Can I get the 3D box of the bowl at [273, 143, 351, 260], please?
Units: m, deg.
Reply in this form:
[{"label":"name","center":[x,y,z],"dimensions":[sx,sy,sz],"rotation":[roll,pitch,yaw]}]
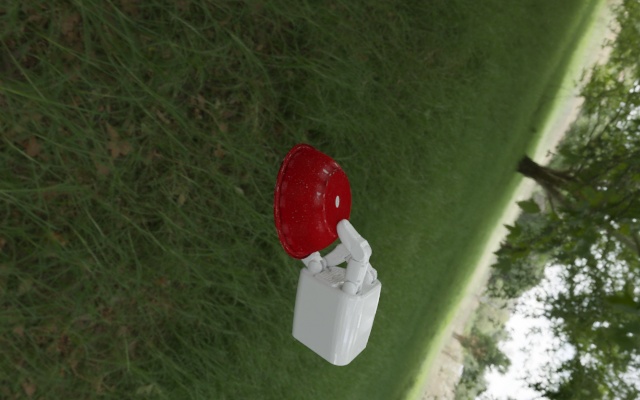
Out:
[{"label":"bowl","center":[0.000,0.001,0.651],"dimensions":[0.055,0.162,0.162],"rotation":[2,1,26]}]
